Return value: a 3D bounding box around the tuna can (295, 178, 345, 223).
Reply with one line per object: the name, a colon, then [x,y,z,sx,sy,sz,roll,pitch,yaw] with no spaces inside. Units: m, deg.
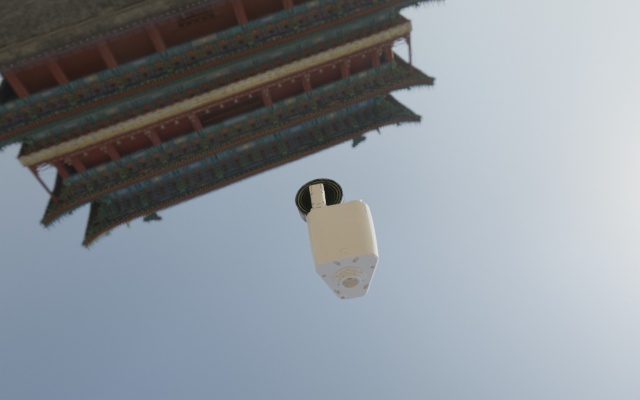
tuna can: [0.000,0.003,0.844,0.086,0.086,0.034,0,-41,15]
